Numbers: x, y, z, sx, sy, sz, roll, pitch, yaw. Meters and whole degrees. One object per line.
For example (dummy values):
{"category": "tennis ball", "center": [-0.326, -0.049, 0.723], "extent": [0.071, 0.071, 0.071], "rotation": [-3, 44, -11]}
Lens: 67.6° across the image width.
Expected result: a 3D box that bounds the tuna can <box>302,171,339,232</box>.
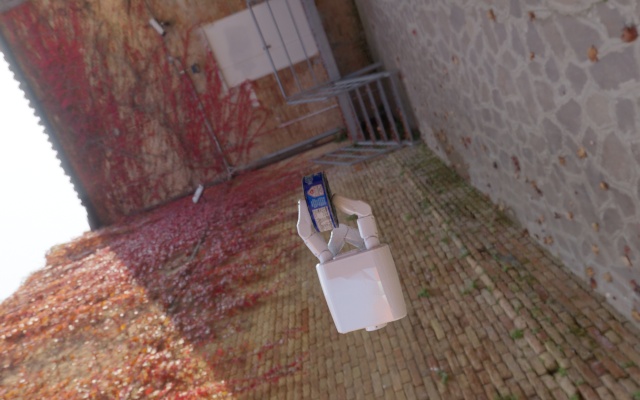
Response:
{"category": "tuna can", "center": [0.000, 0.002, 0.697], "extent": [0.034, 0.086, 0.086], "rotation": [-15, -1, 5]}
